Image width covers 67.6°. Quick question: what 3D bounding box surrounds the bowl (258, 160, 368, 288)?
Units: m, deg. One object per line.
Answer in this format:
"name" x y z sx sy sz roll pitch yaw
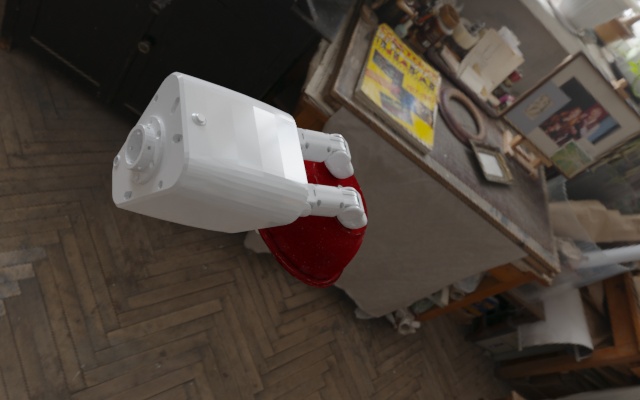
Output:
"bowl" 0.001 0.001 0.479 0.055 0.162 0.162 -26 -13 27
